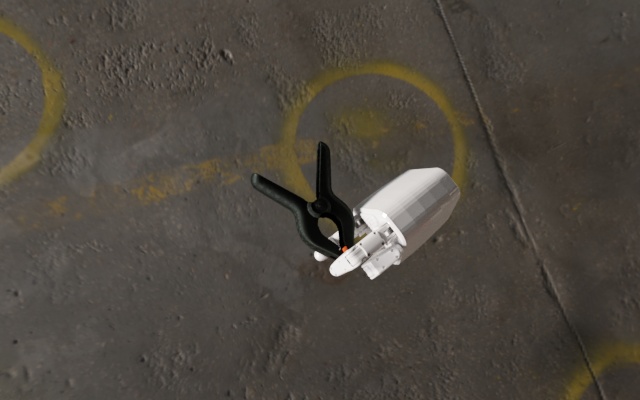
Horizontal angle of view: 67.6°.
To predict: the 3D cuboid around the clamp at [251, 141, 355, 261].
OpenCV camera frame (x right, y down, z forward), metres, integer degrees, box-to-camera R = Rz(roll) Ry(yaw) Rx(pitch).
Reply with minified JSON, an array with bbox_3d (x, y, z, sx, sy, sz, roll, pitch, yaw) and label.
[{"bbox_3d":[0.000,0.002,0.647,0.120,0.171,0.039,-38,-5,-13],"label":"clamp"}]
